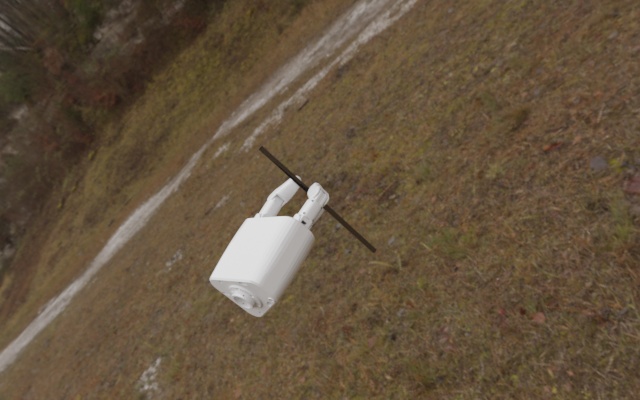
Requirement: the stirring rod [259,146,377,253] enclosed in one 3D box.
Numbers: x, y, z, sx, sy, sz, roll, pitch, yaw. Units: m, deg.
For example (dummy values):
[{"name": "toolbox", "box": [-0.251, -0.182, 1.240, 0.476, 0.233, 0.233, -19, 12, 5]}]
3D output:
[{"name": "stirring rod", "box": [0.000, 0.002, 0.714, 0.239, 0.011, 0.011, 42, -15, -18]}]
